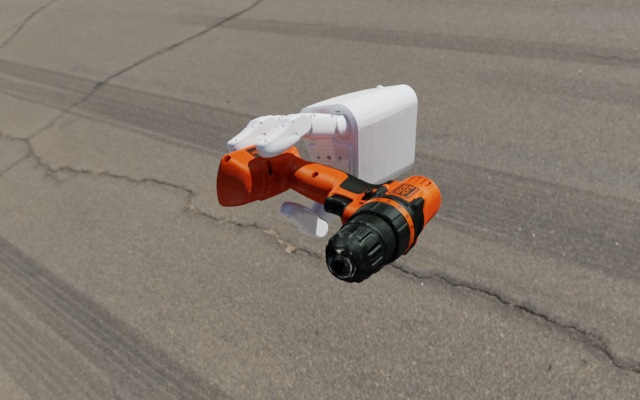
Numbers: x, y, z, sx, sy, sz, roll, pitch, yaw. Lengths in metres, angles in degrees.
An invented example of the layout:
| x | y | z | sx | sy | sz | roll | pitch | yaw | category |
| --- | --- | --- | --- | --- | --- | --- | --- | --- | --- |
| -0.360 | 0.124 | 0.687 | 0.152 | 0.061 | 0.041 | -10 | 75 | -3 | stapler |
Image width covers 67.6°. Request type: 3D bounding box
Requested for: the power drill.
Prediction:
| x | y | z | sx | sy | sz | roll | pitch | yaw | category |
| --- | --- | --- | --- | --- | --- | --- | --- | --- | --- |
| 0.000 | 0.001 | 0.434 | 0.187 | 0.057 | 0.184 | 20 | 24 | 24 | power drill |
